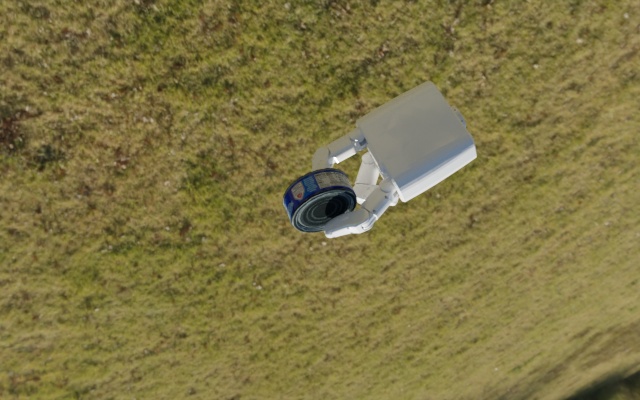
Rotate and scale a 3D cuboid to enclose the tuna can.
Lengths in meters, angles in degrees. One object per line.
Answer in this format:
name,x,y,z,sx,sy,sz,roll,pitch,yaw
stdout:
tuna can,0.000,0.002,0.575,0.086,0.033,0.086,-16,-34,-11
